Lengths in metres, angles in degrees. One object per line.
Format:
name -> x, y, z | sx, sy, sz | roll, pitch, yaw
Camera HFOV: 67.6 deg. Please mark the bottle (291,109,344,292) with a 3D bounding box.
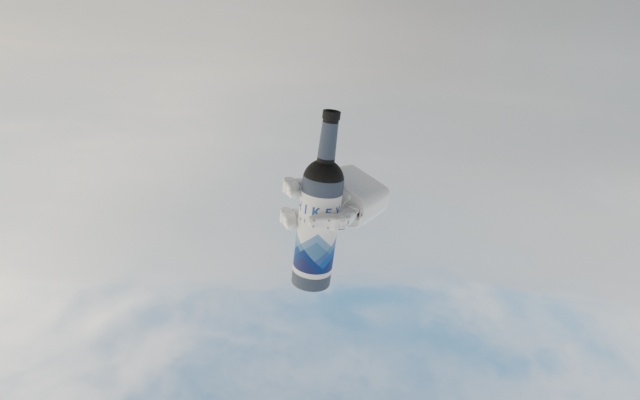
bottle -> 0.000, 0.003, 0.765 | 0.069, 0.296, 0.069 | 6, 21, -2
